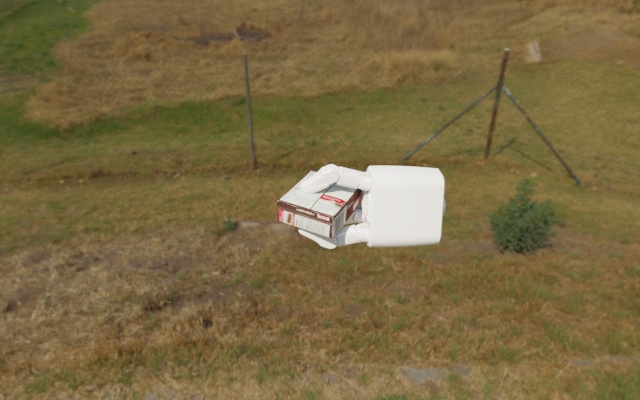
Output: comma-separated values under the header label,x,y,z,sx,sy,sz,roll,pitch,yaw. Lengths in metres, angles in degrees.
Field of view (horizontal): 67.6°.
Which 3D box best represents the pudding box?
label,x,y,z,sx,sy,sz,roll,pitch,yaw
pudding box,0.000,0.002,0.701,0.090,0.039,0.113,16,31,19
